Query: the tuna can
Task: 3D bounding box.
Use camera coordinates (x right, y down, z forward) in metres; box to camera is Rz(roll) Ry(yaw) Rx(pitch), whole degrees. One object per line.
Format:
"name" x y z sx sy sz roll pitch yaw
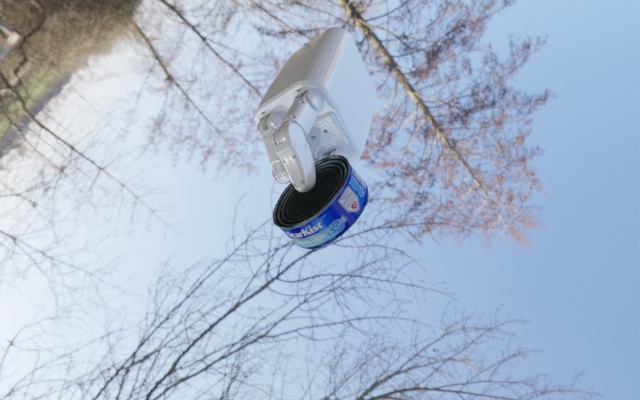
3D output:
"tuna can" 0.000 0.002 0.428 0.034 0.086 0.086 47 -26 -27
